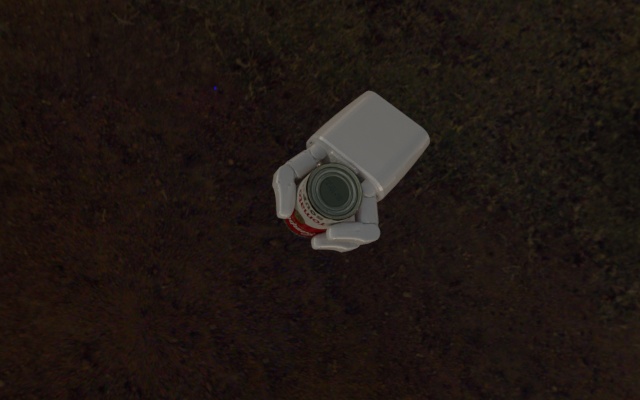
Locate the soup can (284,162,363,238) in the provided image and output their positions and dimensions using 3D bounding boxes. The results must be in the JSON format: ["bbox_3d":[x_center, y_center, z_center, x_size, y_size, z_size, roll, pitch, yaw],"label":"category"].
[{"bbox_3d":[0.000,0.002,0.563,0.068,0.068,0.102,0,-14,-20],"label":"soup can"}]
